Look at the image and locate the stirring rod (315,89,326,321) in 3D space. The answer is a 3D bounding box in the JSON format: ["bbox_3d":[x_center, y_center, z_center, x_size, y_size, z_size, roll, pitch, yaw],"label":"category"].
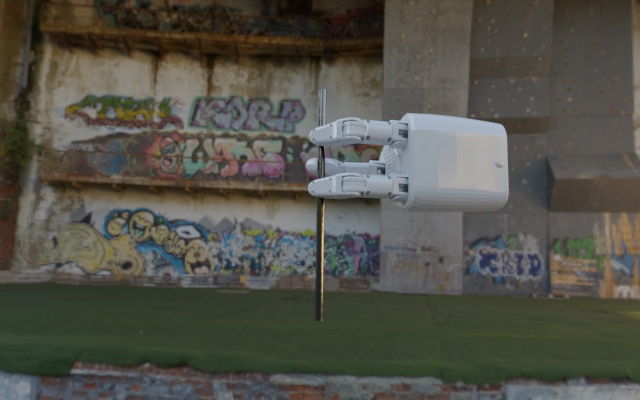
[{"bbox_3d":[0.000,0.002,0.496,0.011,0.239,0.011,1,-7,0],"label":"stirring rod"}]
